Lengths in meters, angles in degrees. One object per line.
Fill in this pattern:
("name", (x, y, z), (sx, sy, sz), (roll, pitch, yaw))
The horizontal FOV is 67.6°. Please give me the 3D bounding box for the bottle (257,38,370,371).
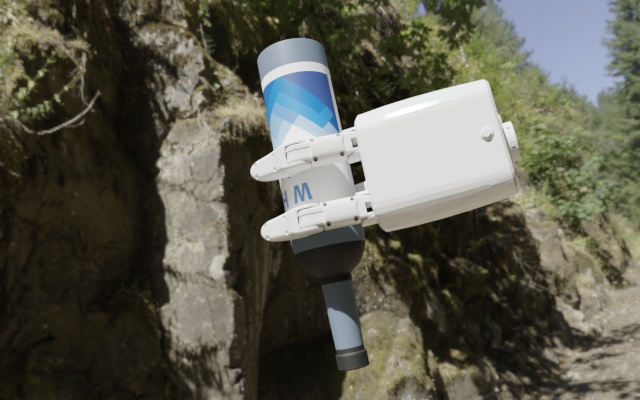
("bottle", (0.000, 0.001, 0.437), (0.069, 0.295, 0.069), (-11, -11, -2))
